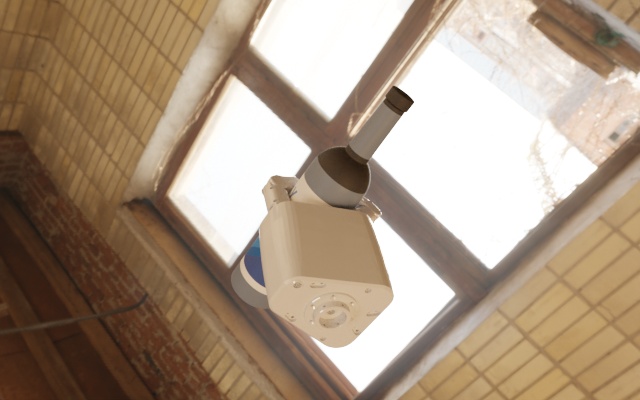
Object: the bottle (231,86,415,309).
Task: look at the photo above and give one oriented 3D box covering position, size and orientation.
[{"bbox_3d":[0.000,0.002,0.527,0.069,0.296,0.069,30,26,-16],"label":"bottle"}]
